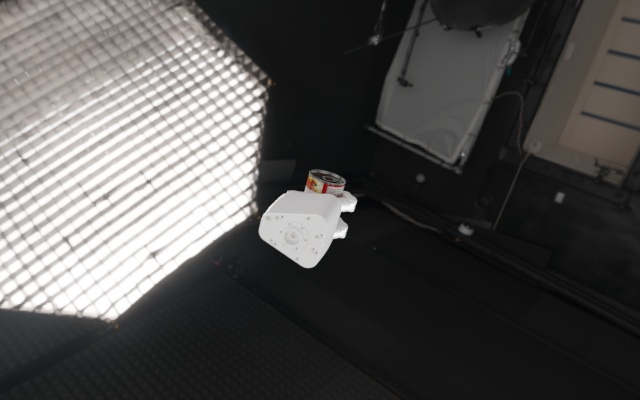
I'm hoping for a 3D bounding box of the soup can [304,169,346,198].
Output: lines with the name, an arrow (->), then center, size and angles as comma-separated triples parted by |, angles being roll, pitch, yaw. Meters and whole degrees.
soup can -> 0.000, 0.003, 0.873 | 0.068, 0.102, 0.068 | 14, 19, -5
